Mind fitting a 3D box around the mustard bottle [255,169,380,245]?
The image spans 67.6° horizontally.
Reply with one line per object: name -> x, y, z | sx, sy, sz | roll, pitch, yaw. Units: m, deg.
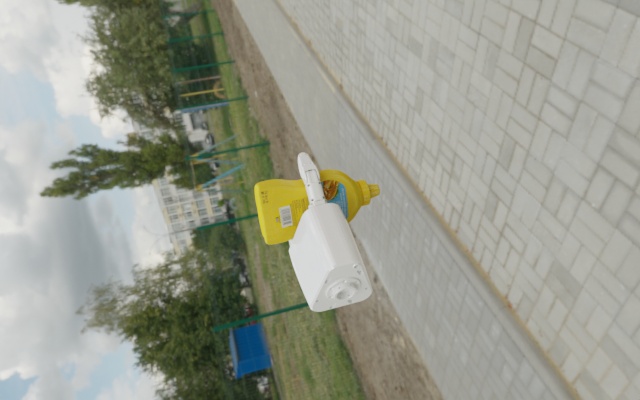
mustard bottle -> 0.000, 0.002, 0.734 | 0.191, 0.096, 0.058 | -12, 24, -12
